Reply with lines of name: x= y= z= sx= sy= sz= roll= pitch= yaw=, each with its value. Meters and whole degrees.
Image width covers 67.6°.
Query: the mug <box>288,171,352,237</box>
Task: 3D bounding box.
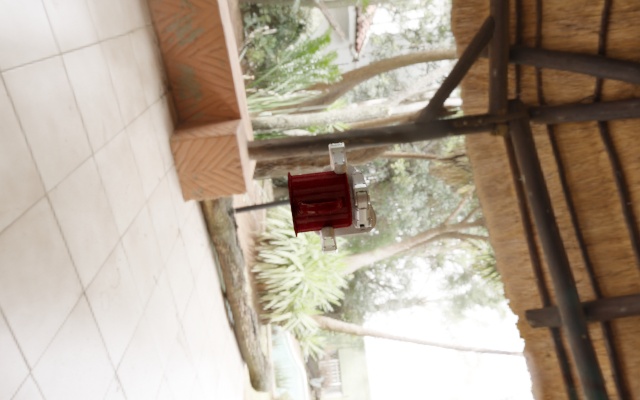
mug: x=0.000 y=0.002 z=0.660 sx=0.081 sy=0.093 sz=0.117 roll=-7 pitch=5 yaw=0
